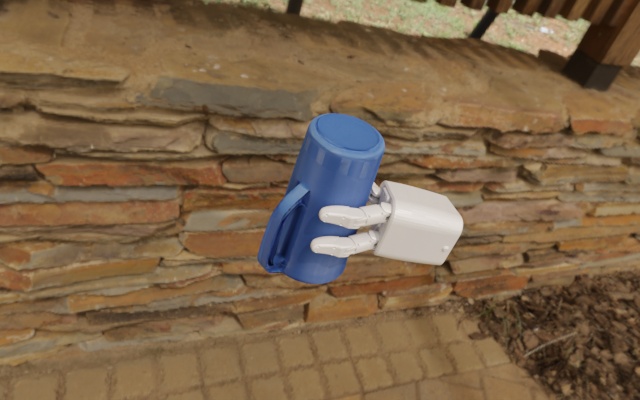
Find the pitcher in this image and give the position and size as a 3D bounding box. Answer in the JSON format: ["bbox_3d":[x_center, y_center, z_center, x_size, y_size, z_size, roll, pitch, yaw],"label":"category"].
[{"bbox_3d":[0.000,0.002,0.702,0.145,0.243,0.149,13,38,-7],"label":"pitcher"}]
